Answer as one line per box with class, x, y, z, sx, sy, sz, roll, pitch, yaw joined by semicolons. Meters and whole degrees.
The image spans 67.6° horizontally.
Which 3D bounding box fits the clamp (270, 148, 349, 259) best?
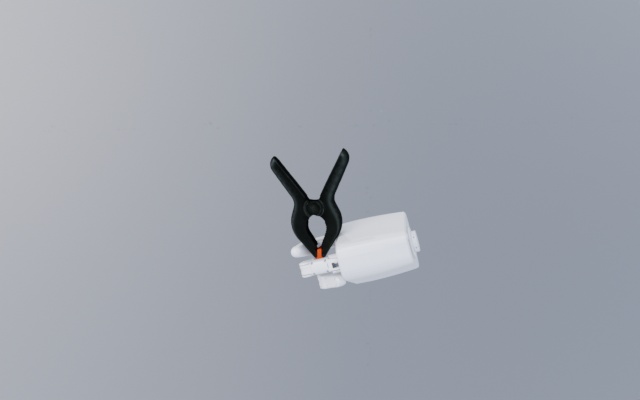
clamp;0.000;0.003;0.724;0.120;0.171;0.039;-13;9;17
